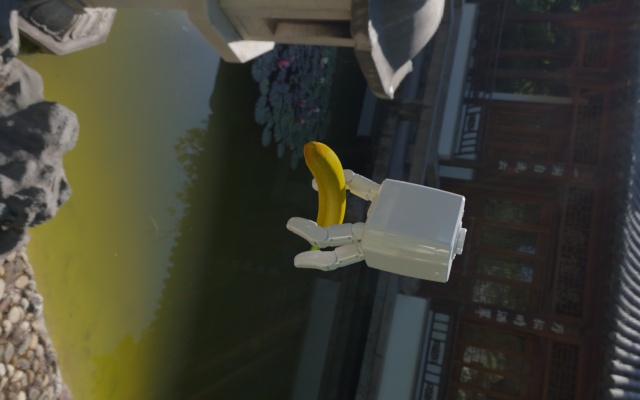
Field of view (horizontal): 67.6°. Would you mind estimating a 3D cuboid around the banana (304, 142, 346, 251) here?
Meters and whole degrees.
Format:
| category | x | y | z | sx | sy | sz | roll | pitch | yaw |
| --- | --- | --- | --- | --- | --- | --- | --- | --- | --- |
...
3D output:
| category | x | y | z | sx | sy | sz | roll | pitch | yaw |
| --- | --- | --- | --- | --- | --- | --- | --- | --- | --- |
| banana | 0.008 | -0.007 | 0.618 | 0.037 | 0.198 | 0.069 | 16 | 46 | 19 |
